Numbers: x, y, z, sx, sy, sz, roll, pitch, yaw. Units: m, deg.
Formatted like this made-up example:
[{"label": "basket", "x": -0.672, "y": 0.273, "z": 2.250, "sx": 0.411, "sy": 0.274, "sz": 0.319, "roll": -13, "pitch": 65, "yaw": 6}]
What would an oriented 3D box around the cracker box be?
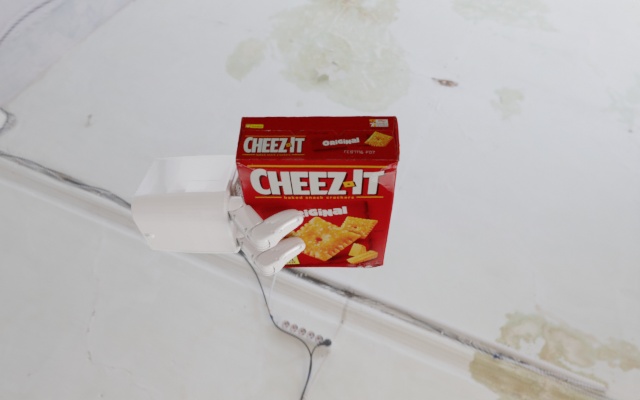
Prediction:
[{"label": "cracker box", "x": 0.000, "y": 0.002, "z": 0.560, "sx": 0.164, "sy": 0.072, "sz": 0.214, "roll": 0, "pitch": -36, "yaw": 2}]
